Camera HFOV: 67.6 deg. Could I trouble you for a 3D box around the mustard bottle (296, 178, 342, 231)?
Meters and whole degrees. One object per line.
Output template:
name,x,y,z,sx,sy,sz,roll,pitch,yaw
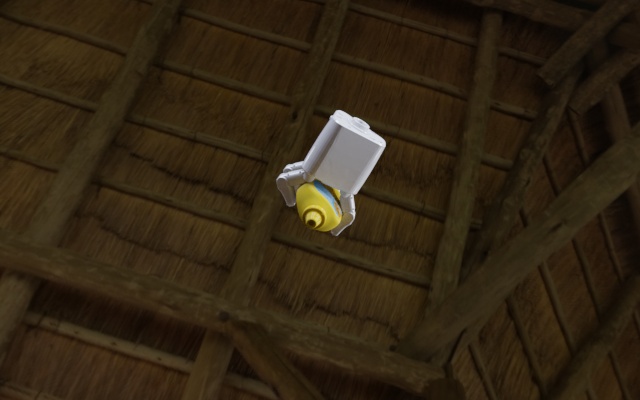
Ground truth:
mustard bottle,0.000,0.003,0.861,0.058,0.096,0.191,-32,13,19
